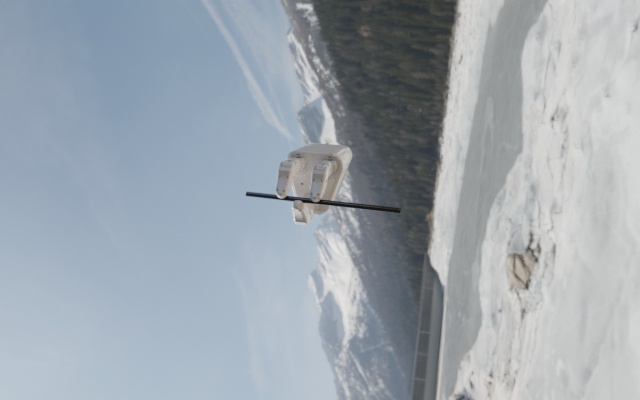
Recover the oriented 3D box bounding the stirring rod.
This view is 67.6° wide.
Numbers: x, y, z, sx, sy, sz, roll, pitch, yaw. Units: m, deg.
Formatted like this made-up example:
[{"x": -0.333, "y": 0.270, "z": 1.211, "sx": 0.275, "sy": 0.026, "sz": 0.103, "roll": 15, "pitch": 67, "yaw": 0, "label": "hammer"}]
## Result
[{"x": 0.000, "y": 0.002, "z": 0.724, "sx": 0.239, "sy": 0.011, "sz": 0.011, "roll": 6, "pitch": 1, "yaw": 14, "label": "stirring rod"}]
